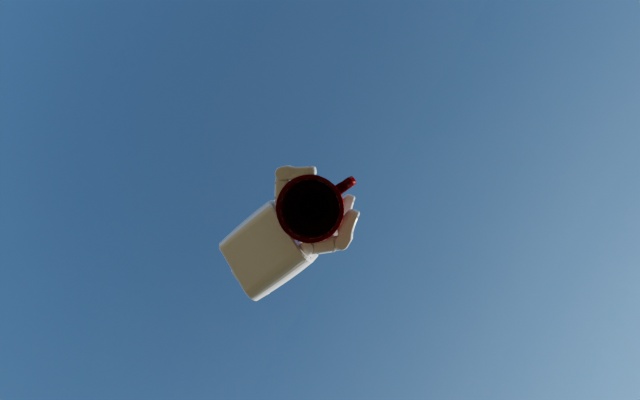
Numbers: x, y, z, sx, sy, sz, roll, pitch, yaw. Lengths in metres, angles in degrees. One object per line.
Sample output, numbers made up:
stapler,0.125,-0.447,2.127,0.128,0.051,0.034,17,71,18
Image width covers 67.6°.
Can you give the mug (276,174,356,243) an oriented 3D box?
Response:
mug,0.001,0.001,0.677,0.117,0.093,0.081,-37,-2,8
